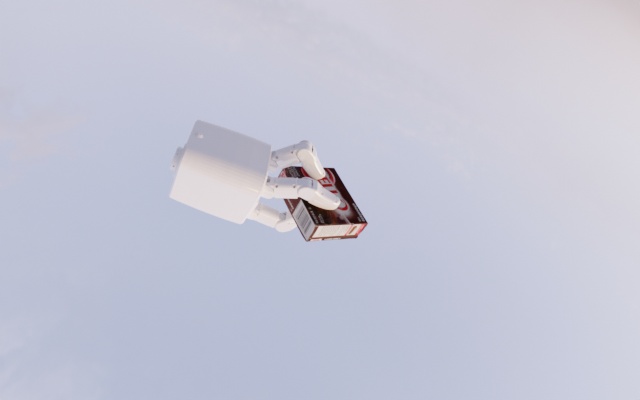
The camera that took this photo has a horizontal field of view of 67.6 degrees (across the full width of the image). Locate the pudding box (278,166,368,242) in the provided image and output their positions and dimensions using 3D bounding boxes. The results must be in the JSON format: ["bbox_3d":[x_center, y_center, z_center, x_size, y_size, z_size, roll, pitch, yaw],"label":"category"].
[{"bbox_3d":[0.000,0.002,0.658,0.090,0.113,0.039,-1,-40,-36],"label":"pudding box"}]
